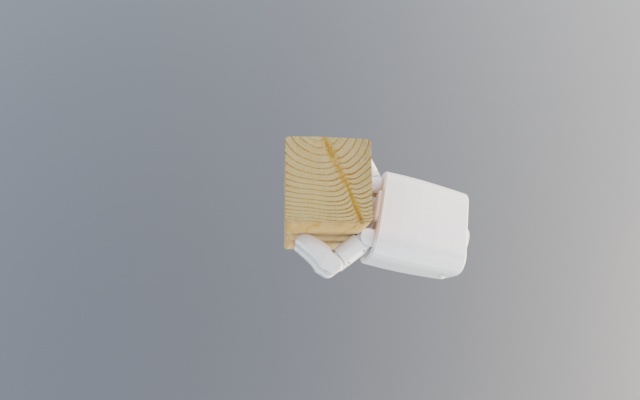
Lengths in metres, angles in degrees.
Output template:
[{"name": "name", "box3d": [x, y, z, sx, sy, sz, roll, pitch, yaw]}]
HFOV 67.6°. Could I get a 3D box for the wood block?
[{"name": "wood block", "box3d": [0.001, 0.002, 0.576, 0.090, 0.090, 0.206, 1, -14, -4]}]
